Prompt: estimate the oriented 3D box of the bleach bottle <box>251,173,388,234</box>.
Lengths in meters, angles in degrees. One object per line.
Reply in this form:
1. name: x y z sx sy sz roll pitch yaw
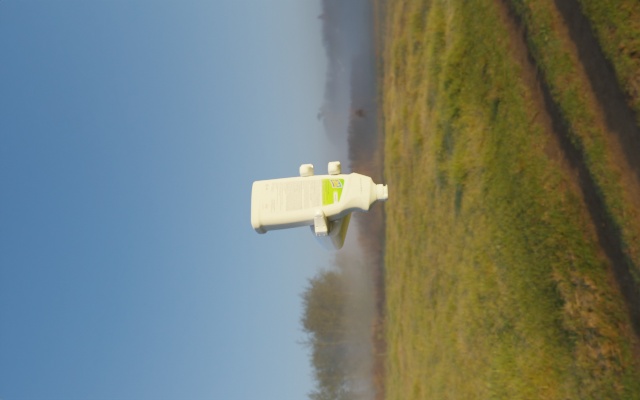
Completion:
1. bleach bottle: 0.000 0.003 0.895 0.251 0.102 0.068 -5 -23 8
